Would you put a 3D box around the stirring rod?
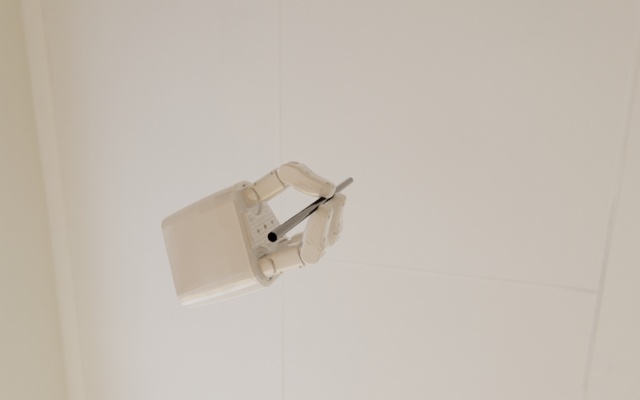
[{"bbox_3d":[0.000,0.002,0.468,0.011,0.011,0.239,0,12,18],"label":"stirring rod"}]
